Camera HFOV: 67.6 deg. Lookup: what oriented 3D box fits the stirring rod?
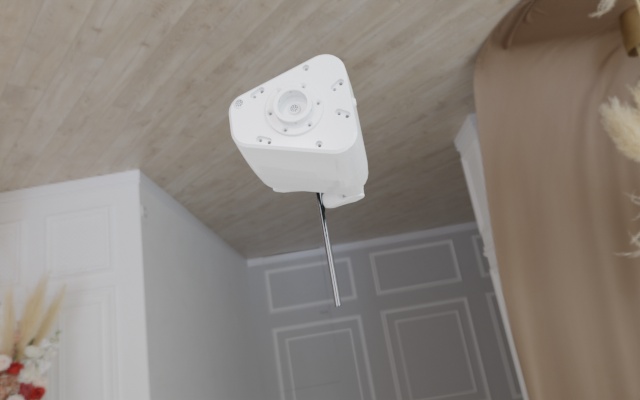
[{"bbox_3d":[0.000,0.002,0.556,0.011,0.239,0.011,-9,-17,-3],"label":"stirring rod"}]
